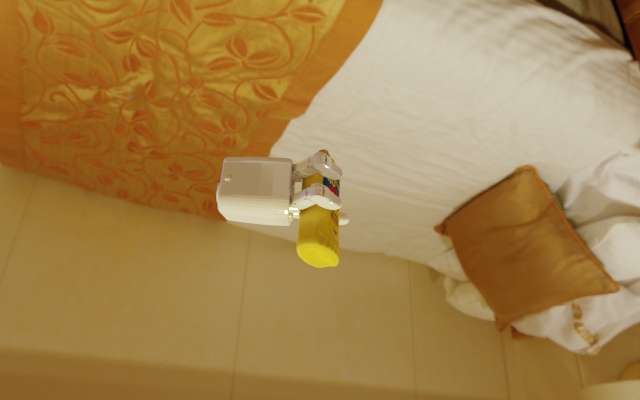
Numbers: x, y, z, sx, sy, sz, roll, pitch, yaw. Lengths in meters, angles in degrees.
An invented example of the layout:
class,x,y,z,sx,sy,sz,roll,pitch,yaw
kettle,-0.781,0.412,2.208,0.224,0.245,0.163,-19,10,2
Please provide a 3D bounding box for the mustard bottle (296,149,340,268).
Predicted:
class,x,y,z,sx,sy,sz,roll,pitch,yaw
mustard bottle,0.000,0.003,0.758,0.058,0.191,0.096,-9,-30,20
